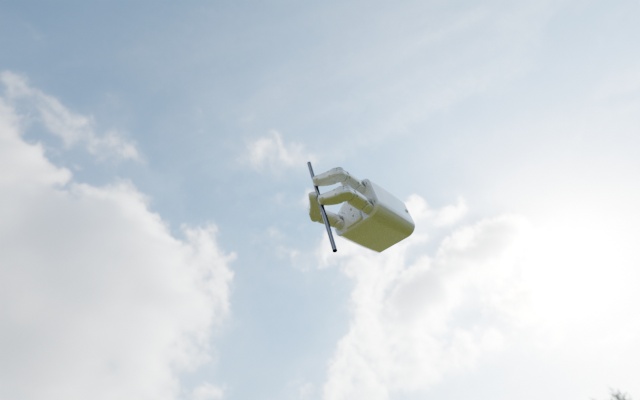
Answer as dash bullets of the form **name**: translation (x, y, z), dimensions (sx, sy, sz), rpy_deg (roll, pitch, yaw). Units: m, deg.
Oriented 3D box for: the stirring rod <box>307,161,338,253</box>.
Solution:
- **stirring rod**: translation (0.000, 0.003, 0.818), dimensions (0.011, 0.011, 0.239), rpy_deg (0, 38, -13)
